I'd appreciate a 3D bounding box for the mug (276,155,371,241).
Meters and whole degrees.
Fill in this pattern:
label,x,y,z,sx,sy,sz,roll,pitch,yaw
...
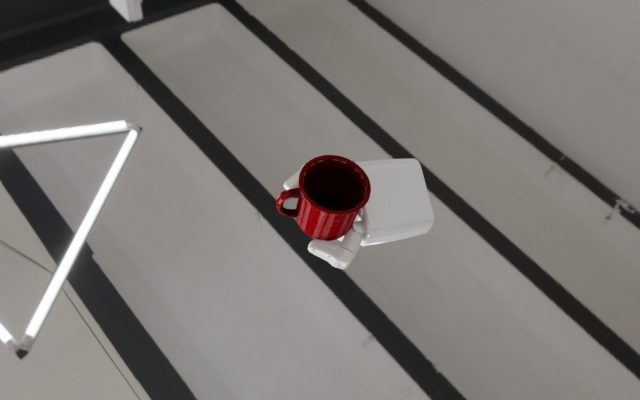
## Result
label,x,y,z,sx,sy,sz,roll,pitch,yaw
mug,-0.001,0.002,0.627,0.117,0.093,0.082,-6,-32,-16
